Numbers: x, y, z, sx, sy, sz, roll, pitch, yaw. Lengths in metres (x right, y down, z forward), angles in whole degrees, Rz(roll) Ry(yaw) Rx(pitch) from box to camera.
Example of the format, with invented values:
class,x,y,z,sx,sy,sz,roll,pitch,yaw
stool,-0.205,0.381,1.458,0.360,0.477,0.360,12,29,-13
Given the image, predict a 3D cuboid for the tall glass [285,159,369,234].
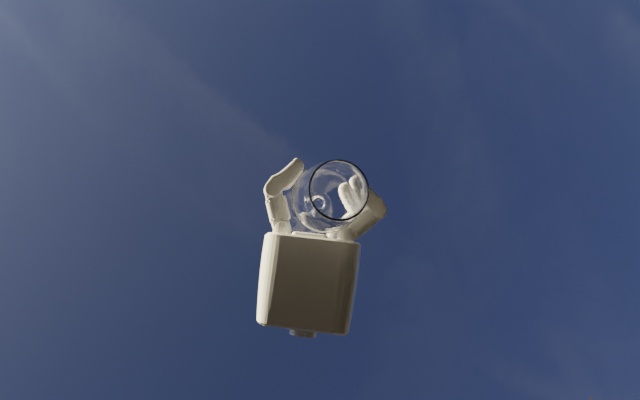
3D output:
class,x,y,z,sx,sy,sz,roll,pitch,yaw
tall glass,0.000,0.002,0.565,0.079,0.079,0.201,0,-7,-11
